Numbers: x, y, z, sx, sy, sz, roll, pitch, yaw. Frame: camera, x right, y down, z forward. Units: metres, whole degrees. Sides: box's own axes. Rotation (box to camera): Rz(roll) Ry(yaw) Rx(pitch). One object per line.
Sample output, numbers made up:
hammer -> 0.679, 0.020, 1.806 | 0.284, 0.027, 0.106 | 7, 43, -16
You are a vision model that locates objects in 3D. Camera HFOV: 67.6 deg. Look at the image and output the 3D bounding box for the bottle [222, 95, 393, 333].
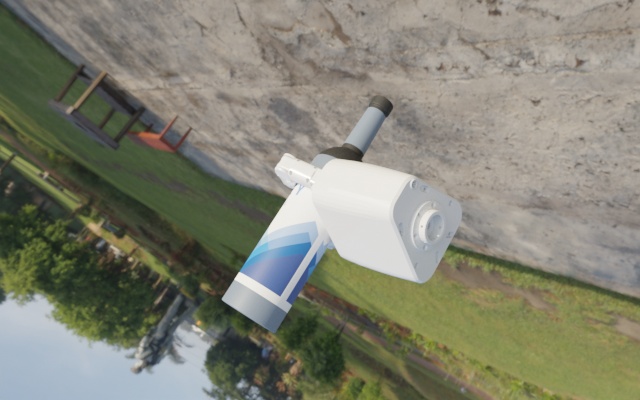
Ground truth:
bottle -> 0.000, 0.002, 0.539 | 0.069, 0.295, 0.069 | 30, -15, 9
